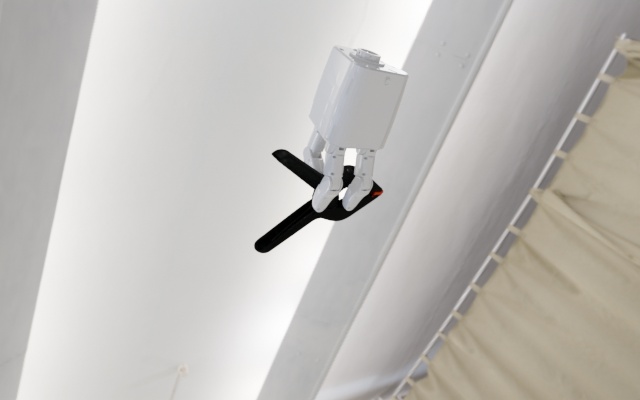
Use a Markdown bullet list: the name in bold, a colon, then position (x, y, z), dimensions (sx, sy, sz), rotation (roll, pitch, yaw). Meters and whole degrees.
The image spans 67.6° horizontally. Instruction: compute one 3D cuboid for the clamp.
- **clamp**: position (0.000, 0.002, 0.697), dimensions (0.210, 0.165, 0.036), rotation (-2, 36, -38)
